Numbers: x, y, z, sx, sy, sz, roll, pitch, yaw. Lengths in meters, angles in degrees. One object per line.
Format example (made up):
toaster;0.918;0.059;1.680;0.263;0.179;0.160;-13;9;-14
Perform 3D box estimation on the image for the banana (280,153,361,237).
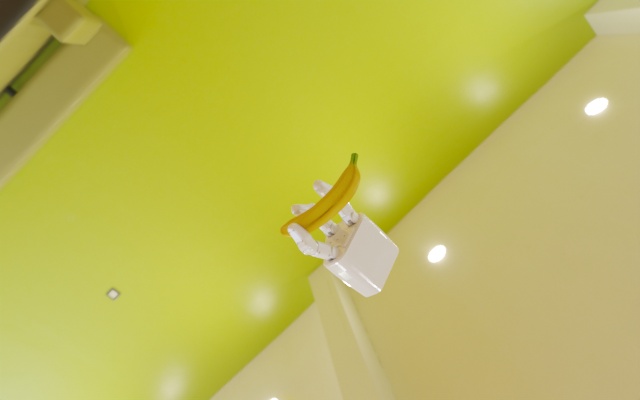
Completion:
banana;0.004;0.010;0.798;0.037;0.198;0.069;38;20;-23
